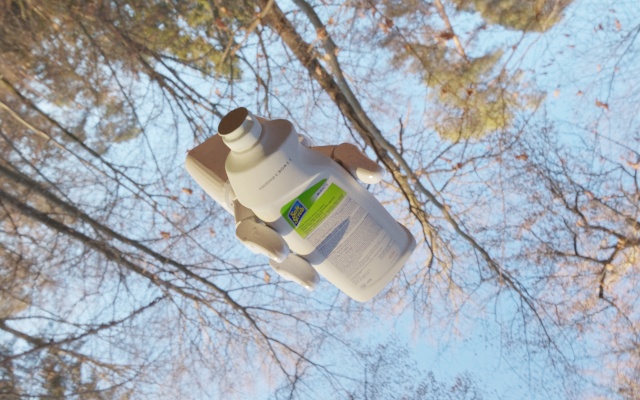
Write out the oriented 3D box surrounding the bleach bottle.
[{"bbox_3d":[0.000,0.002,0.448,0.068,0.102,0.251,34,-10,46],"label":"bleach bottle"}]
